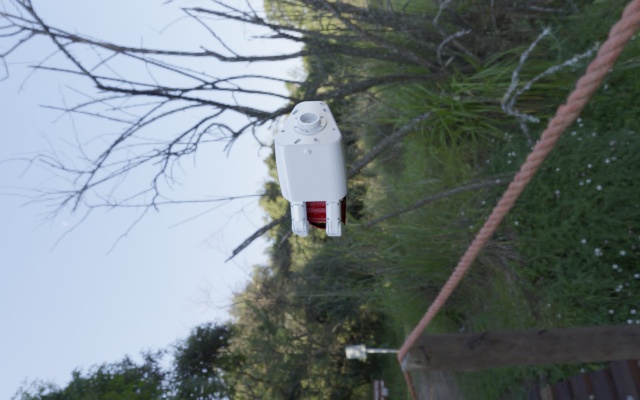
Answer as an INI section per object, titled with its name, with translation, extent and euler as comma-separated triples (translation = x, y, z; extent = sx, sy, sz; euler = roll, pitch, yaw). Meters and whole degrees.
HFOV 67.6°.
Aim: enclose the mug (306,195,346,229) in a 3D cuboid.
[mug]
translation = 0.000, 0.004, 0.785
extent = 0.081, 0.117, 0.093
euler = -1, 45, 5
